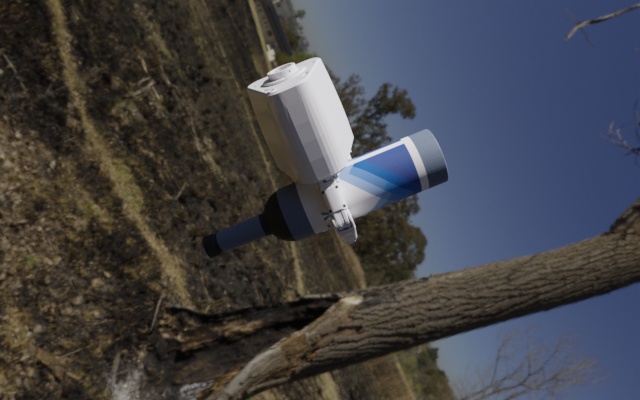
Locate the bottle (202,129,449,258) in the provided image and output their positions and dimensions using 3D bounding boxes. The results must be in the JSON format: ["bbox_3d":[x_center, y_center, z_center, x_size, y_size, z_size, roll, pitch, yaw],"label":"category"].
[{"bbox_3d":[0.000,0.002,0.567,0.296,0.069,0.069,-22,-1,3],"label":"bottle"}]
